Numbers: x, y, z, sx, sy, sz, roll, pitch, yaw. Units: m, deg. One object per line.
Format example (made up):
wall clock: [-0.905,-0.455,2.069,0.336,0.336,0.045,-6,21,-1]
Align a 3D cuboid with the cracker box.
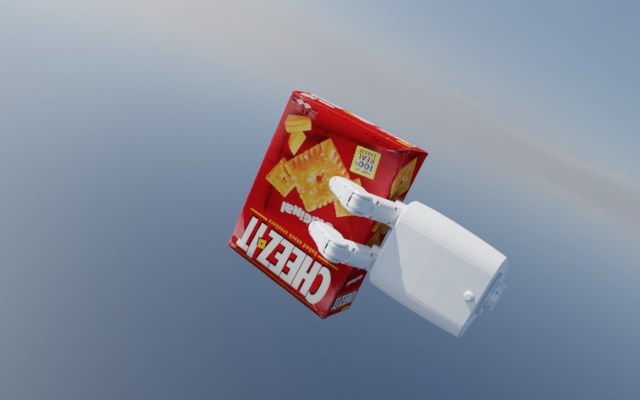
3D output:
cracker box: [0.000,0.002,0.560,0.164,0.214,0.072,33,17,26]
